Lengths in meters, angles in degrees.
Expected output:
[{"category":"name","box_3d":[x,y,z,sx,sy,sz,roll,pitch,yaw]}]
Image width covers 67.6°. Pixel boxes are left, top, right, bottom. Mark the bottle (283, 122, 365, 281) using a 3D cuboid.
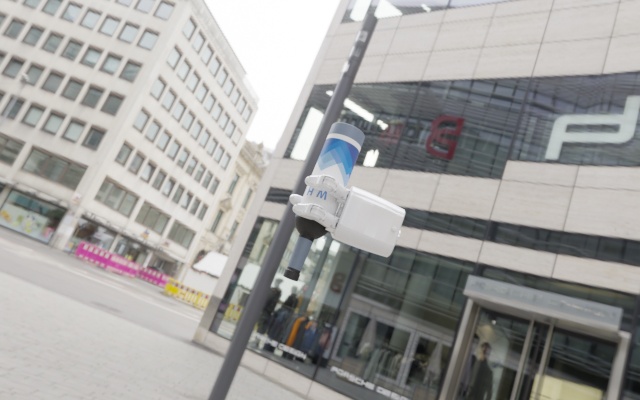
[{"category":"bottle","box_3d":[0.000,0.003,0.860,0.069,0.295,0.069,20,-15,6]}]
